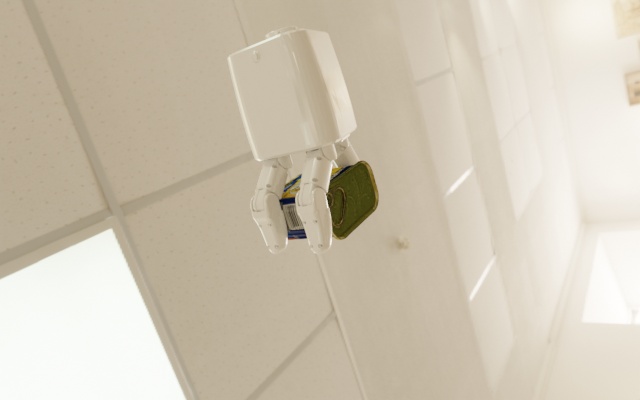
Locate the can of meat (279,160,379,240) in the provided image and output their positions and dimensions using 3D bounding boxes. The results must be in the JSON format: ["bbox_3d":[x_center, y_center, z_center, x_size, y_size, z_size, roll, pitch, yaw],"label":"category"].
[{"bbox_3d":[0.000,0.002,0.504,0.084,0.057,0.102,-7,19,36],"label":"can of meat"}]
